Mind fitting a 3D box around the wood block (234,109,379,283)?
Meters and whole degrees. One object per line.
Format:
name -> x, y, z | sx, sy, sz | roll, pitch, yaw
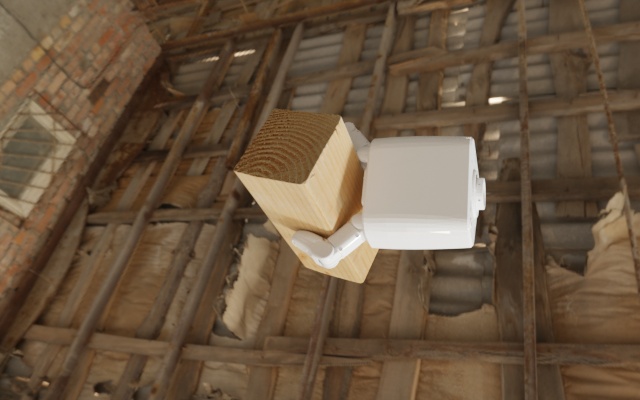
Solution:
wood block -> 0.000, 0.002, 0.553 | 0.090, 0.090, 0.206 | 12, -30, 31
